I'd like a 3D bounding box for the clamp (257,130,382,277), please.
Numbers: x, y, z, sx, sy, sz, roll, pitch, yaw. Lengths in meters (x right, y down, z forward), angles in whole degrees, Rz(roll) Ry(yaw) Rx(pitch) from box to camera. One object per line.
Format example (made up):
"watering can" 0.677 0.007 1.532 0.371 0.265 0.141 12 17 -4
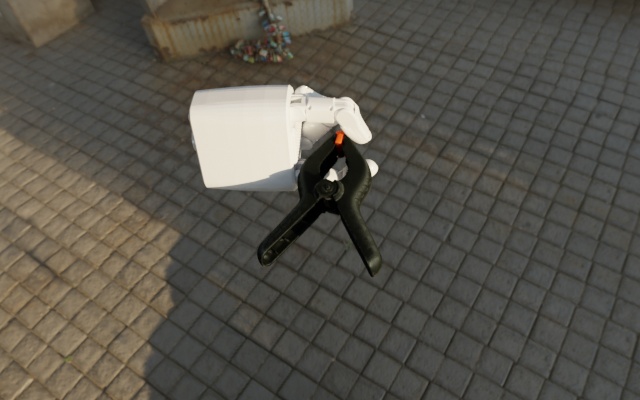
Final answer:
"clamp" 0.000 0.001 0.490 0.120 0.171 0.039 0 -37 4
